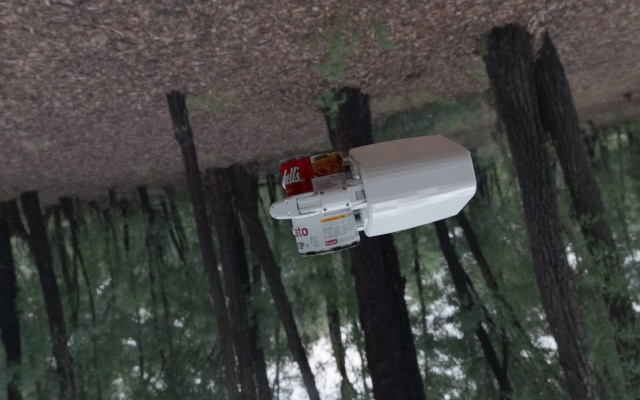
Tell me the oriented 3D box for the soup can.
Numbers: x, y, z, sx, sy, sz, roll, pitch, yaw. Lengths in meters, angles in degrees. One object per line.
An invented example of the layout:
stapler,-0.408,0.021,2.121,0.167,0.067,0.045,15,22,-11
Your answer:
soup can,0.000,0.002,0.505,0.068,0.102,0.068,-12,1,0
